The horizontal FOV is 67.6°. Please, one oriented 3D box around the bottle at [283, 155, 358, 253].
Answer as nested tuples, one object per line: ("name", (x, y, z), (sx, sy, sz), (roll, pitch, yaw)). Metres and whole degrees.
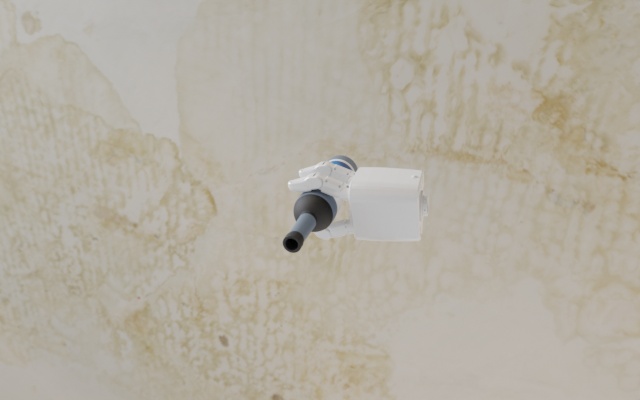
("bottle", (0.000, 0.002, 0.789), (0.069, 0.069, 0.295), (0, 23, 17))
